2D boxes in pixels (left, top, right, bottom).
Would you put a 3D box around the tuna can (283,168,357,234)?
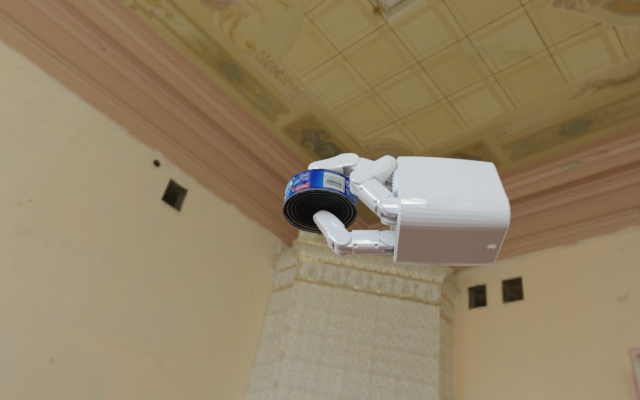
[{"bbox_3d":[0.000,0.001,0.558,0.086,0.033,0.086,3,-37,2],"label":"tuna can"}]
